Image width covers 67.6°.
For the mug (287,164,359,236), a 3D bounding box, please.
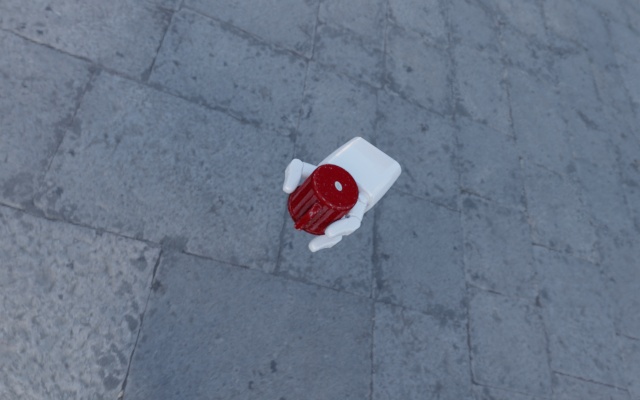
[{"bbox_3d":[-0.001,0.003,0.732,0.117,0.093,0.081,-44,-1,-40],"label":"mug"}]
